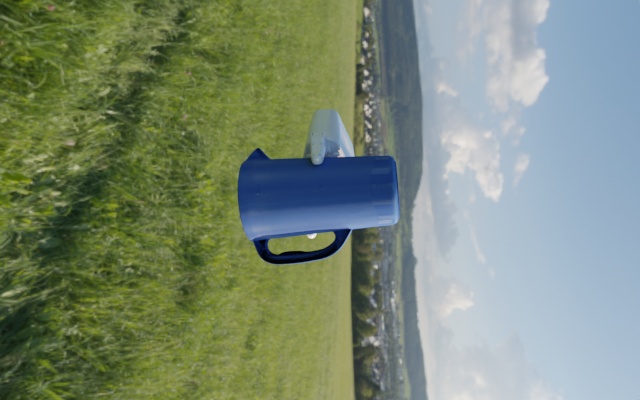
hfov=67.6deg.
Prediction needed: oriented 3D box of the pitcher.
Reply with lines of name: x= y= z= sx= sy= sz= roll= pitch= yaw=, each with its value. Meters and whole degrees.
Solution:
pitcher: x=0.000 y=0.002 z=0.755 sx=0.243 sy=0.149 sz=0.145 roll=-4 pitch=40 yaw=8
